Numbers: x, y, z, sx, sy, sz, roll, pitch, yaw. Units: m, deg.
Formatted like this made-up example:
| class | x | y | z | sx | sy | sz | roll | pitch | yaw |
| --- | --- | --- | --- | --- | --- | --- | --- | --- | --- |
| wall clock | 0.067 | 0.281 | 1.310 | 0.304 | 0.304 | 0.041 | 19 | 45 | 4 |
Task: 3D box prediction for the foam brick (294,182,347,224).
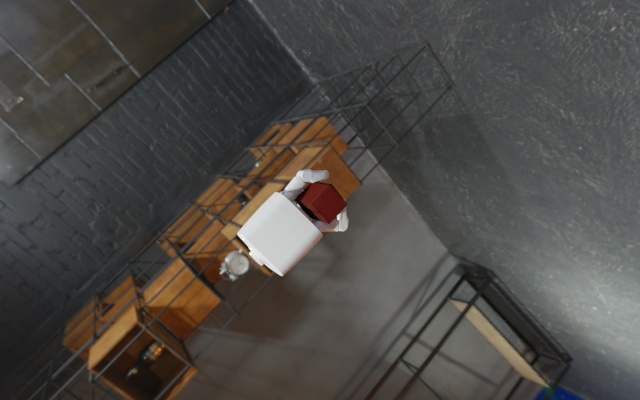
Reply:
| class | x | y | z | sx | sy | sz | roll | pitch | yaw |
| --- | --- | --- | --- | --- | --- | --- | --- | --- | --- |
| foam brick | 0.000 | 0.003 | 0.859 | 0.051 | 0.053 | 0.078 | -46 | 22 | -15 |
